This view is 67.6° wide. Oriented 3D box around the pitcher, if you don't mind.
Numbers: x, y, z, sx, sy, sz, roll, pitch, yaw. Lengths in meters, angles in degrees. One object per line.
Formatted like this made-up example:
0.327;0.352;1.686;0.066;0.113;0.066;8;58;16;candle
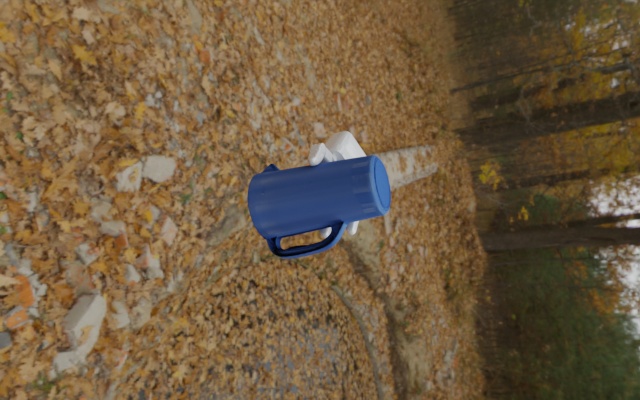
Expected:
0.000;0.003;0.873;0.243;0.149;0.145;-11;26;23;pitcher
